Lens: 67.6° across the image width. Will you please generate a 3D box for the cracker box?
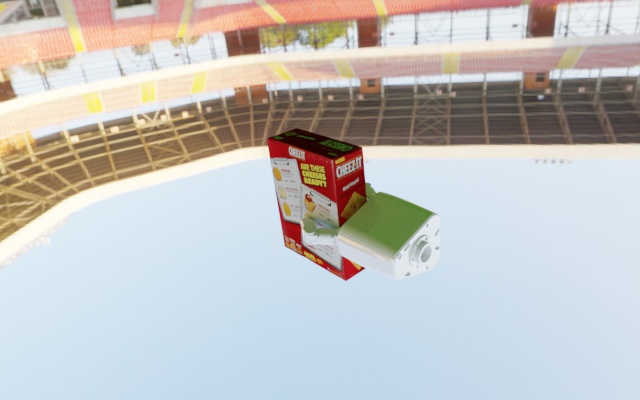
[{"bbox_3d":[0.000,0.003,0.785,0.072,0.214,0.164,-26,33,-34],"label":"cracker box"}]
